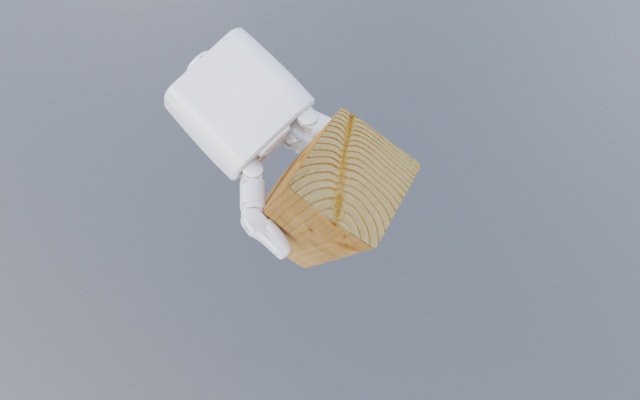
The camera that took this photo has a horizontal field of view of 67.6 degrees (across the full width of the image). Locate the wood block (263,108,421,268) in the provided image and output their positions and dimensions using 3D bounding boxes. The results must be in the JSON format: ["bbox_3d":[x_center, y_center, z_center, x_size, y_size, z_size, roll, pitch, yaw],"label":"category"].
[{"bbox_3d":[0.000,0.002,0.489,0.090,0.090,0.206,35,-20,-8],"label":"wood block"}]
